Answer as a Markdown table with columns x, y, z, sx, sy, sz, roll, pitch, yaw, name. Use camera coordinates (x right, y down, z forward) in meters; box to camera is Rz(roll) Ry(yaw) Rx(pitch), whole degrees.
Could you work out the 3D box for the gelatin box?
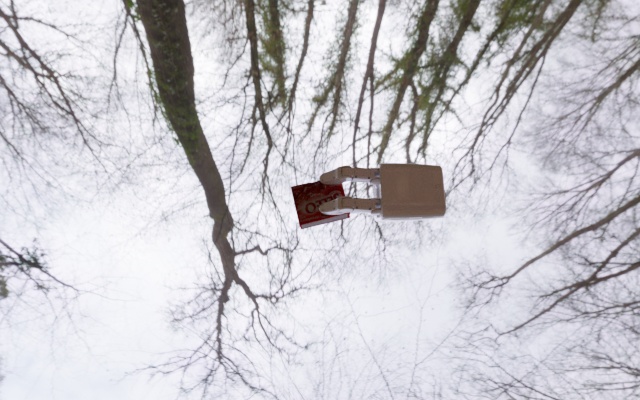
| x | y | z | sx | sy | sz | roll | pitch | yaw | name |
| --- | --- | --- | --- | --- | --- | --- | --- | --- | --- |
| 0.000 | 0.003 | 0.819 | 0.089 | 0.073 | 0.030 | -14 | -21 | -1 | gelatin box |
